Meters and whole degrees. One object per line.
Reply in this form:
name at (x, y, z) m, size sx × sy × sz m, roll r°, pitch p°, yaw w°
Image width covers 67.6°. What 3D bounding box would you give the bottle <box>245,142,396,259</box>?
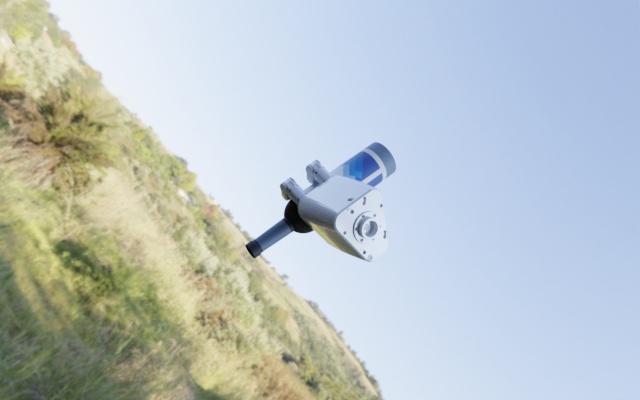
bottle at (0.000, 0.003, 0.813) m, size 0.295 × 0.069 × 0.069 m, roll -35°, pitch 13°, yaw -19°
